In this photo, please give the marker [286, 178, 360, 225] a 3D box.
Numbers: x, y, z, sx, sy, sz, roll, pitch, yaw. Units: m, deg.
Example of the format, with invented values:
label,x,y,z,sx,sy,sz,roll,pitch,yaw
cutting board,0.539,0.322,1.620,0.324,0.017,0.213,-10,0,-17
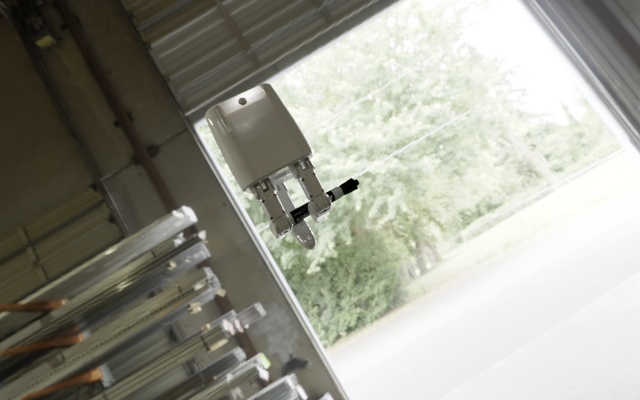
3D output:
label,x,y,z,sx,sy,sz,roll,pitch,yaw
marker,0.000,0.002,0.634,0.121,0.020,0.020,-29,8,-16
